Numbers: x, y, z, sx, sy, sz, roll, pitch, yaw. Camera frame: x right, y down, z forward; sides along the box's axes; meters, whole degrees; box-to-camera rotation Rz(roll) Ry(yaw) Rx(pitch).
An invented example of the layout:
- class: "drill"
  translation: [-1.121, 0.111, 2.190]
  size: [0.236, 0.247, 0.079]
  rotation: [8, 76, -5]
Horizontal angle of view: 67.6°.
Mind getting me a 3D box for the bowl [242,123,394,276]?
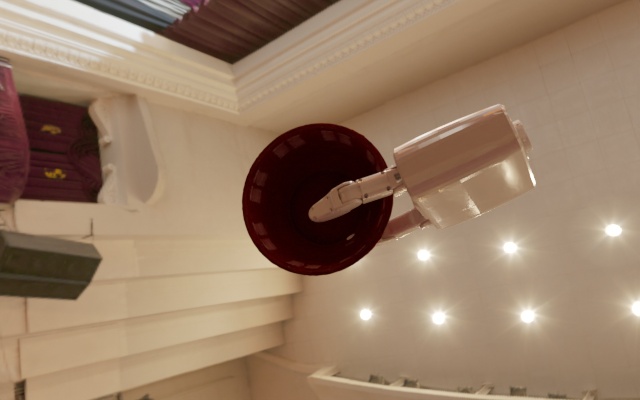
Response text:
- class: "bowl"
  translation: [-0.001, 0.002, 0.515]
  size: [0.162, 0.162, 0.055]
  rotation: [0, -13, 14]
